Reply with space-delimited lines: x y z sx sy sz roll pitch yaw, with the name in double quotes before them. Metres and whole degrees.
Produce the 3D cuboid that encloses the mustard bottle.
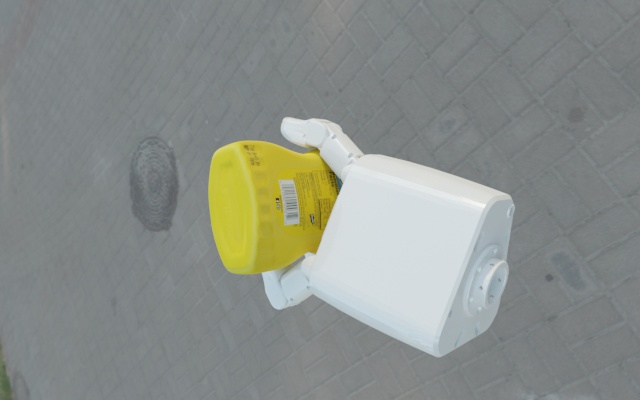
"mustard bottle" 0.000 0.001 0.408 0.058 0.096 0.191 -12 -5 43
